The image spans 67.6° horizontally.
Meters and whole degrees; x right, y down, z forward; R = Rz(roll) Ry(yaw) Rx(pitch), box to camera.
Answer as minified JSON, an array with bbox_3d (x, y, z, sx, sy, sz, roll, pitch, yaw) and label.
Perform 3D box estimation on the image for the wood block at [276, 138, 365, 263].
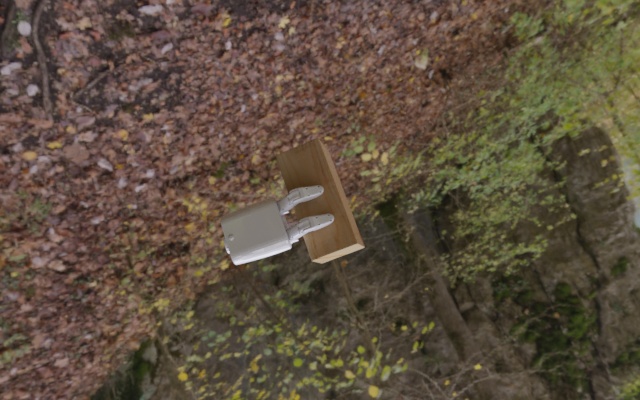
[{"bbox_3d":[0.000,0.003,0.888,0.090,0.206,0.091,-22,-14,8],"label":"wood block"}]
